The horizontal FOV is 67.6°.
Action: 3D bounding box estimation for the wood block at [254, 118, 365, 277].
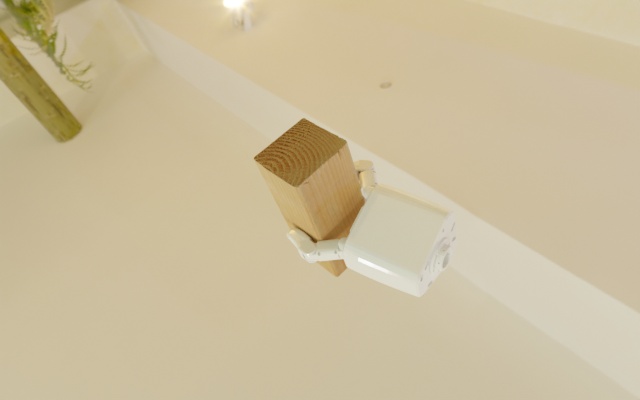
[{"bbox_3d":[0.000,0.003,0.661,0.090,0.091,0.206,34,-22,37],"label":"wood block"}]
